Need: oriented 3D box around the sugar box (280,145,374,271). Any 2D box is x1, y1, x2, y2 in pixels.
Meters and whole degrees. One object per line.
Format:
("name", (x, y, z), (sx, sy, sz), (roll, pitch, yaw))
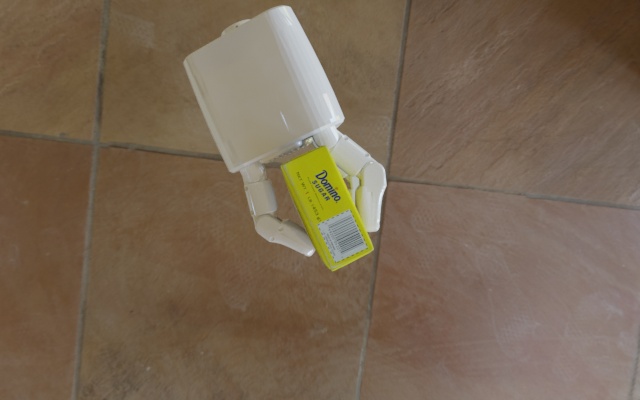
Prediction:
("sugar box", (0.001, 0.001, 0.451), (0.048, 0.093, 0.176), (-24, 5, 0))
